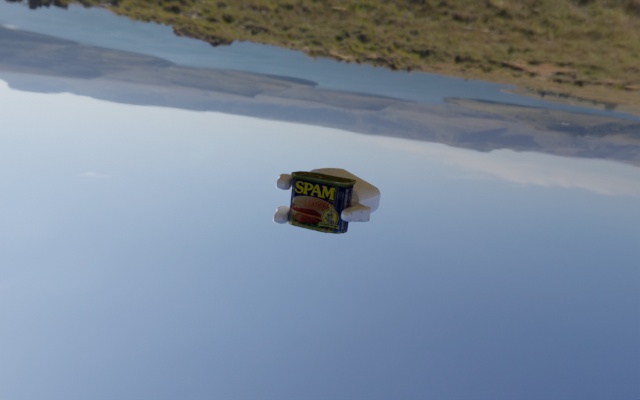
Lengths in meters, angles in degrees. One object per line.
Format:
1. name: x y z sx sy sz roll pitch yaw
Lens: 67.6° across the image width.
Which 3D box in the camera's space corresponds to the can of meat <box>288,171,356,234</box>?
1. can of meat: 0.000 0.003 0.762 0.102 0.084 0.057 12 12 24
